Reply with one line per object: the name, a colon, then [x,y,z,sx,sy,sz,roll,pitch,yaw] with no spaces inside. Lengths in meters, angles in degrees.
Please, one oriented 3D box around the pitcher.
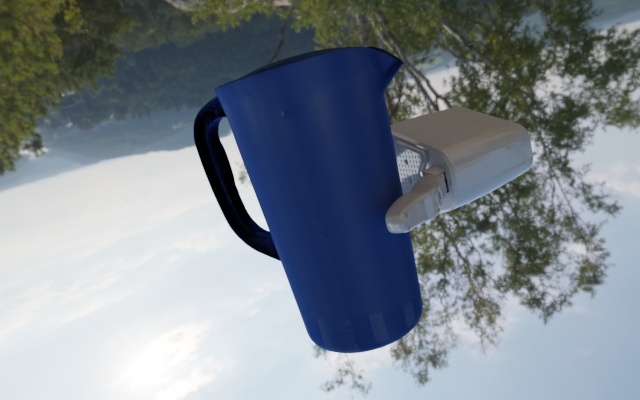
pitcher: [0.000,0.001,0.411,0.145,0.243,0.149,-22,15,-26]
